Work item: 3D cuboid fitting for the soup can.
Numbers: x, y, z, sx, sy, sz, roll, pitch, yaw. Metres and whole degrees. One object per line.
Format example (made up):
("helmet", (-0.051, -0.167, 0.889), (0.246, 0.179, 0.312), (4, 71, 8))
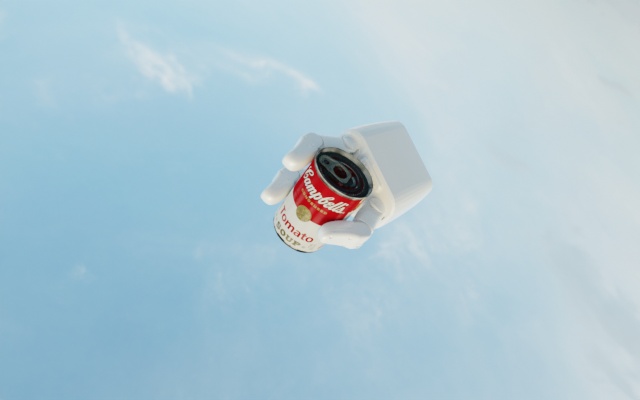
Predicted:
("soup can", (0.000, 0.002, 0.510), (0.068, 0.068, 0.102), (0, -37, -38))
